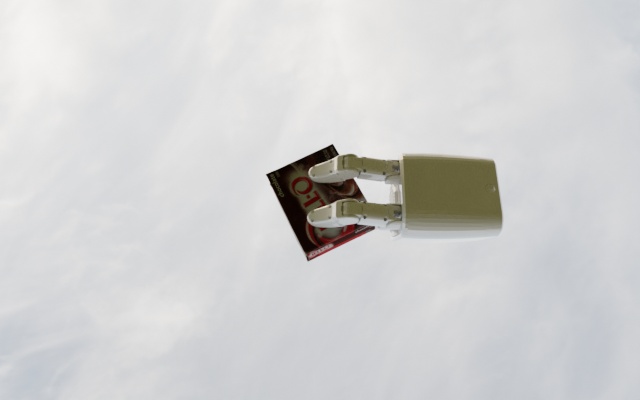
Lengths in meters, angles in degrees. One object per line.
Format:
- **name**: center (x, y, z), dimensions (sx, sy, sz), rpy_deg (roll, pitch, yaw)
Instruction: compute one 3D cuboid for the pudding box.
- **pudding box**: center (0.000, 0.002, 0.557), dimensions (0.090, 0.113, 0.039), rpy_deg (-25, -24, -9)
